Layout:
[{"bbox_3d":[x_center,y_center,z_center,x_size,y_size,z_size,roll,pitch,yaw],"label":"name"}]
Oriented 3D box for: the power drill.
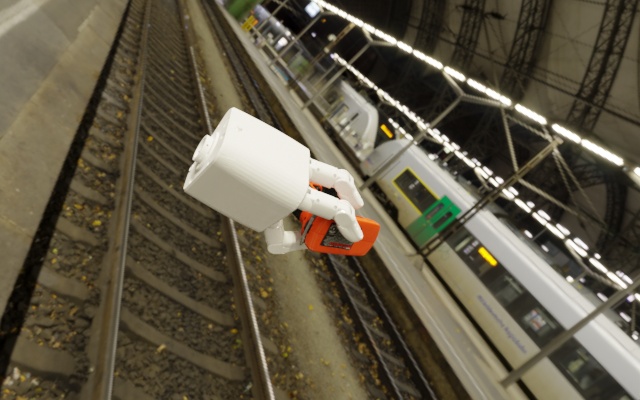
[{"bbox_3d":[0.000,0.002,0.670,0.184,0.057,0.187,9,24,-37],"label":"power drill"}]
